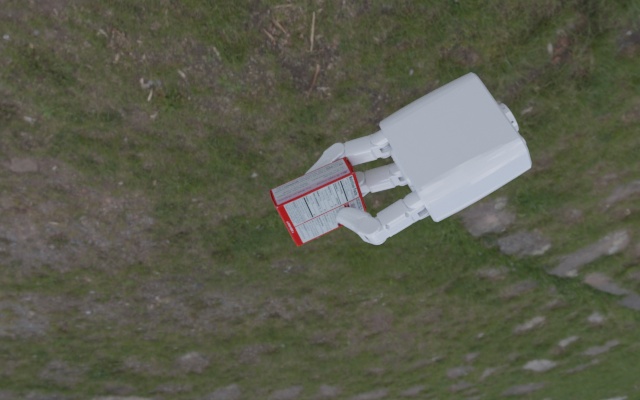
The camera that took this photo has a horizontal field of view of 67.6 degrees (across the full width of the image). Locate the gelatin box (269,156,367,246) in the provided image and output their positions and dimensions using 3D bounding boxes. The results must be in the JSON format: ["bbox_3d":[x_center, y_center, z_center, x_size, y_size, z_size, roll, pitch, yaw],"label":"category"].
[{"bbox_3d":[0.000,0.002,0.508,0.089,0.030,0.073,-25,-41,-2],"label":"gelatin box"}]
